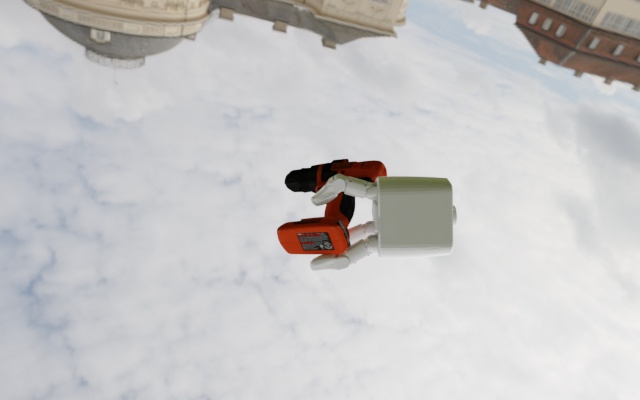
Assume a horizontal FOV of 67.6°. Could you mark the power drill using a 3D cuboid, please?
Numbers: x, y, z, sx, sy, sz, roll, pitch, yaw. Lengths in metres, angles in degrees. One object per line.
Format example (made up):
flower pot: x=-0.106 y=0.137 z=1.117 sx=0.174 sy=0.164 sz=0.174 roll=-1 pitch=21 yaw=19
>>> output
power drill: x=0.000 y=0.003 z=0.755 sx=0.184 sy=0.057 sz=0.187 roll=-5 pitch=37 yaw=27
